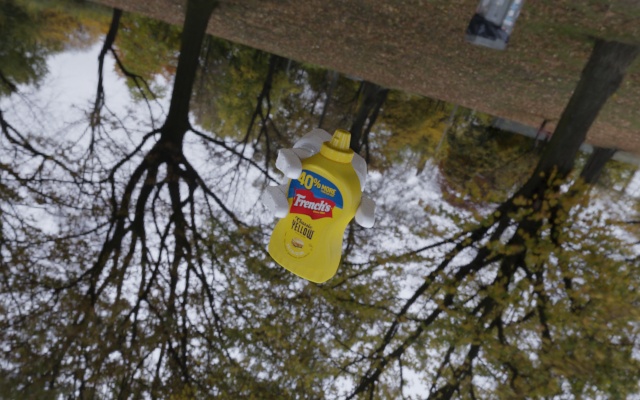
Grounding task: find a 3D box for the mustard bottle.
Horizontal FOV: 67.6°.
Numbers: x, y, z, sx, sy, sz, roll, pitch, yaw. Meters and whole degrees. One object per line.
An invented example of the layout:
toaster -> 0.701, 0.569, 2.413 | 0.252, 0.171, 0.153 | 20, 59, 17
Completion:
mustard bottle -> 0.000, 0.002, 0.605 | 0.096, 0.192, 0.058 | 28, 22, 25
